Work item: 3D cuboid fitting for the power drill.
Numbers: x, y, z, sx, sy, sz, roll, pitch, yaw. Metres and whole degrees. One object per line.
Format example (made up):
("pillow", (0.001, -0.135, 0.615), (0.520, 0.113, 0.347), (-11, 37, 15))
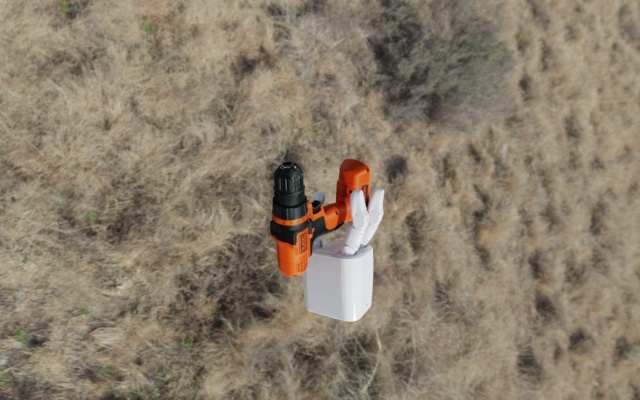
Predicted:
("power drill", (0.000, 0.002, 0.727), (0.057, 0.185, 0.187), (26, 40, 34))
